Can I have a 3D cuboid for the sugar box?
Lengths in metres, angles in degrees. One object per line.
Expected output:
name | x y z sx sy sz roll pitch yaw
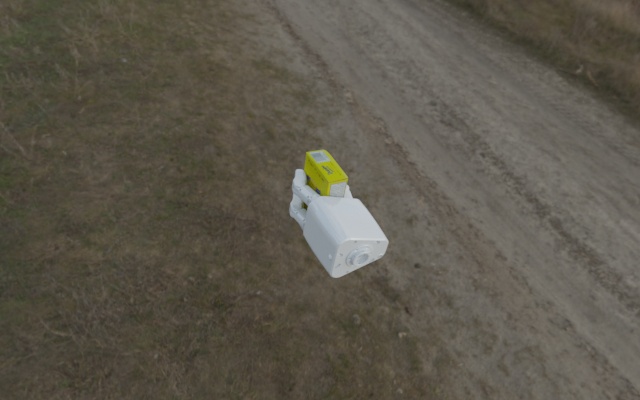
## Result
sugar box | 0.000 0.003 0.888 0.048 0.176 0.093 -11 44 -25
